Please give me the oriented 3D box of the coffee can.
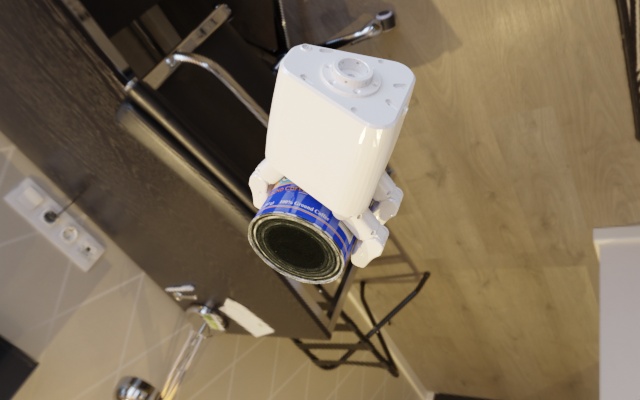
[{"bbox_3d":[0.000,0.002,0.508,0.103,0.103,0.140,0,43,30],"label":"coffee can"}]
